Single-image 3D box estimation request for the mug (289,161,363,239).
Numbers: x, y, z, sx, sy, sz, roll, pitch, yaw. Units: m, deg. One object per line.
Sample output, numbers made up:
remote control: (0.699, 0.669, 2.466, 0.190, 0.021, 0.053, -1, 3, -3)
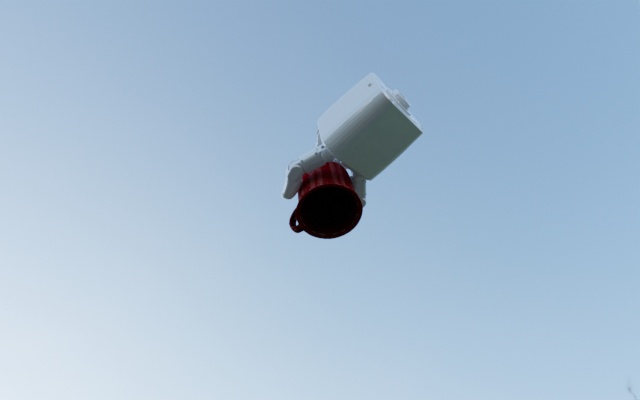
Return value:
mug: (-0.001, 0.003, 0.693, 0.093, 0.117, 0.081, 39, 21, -26)
